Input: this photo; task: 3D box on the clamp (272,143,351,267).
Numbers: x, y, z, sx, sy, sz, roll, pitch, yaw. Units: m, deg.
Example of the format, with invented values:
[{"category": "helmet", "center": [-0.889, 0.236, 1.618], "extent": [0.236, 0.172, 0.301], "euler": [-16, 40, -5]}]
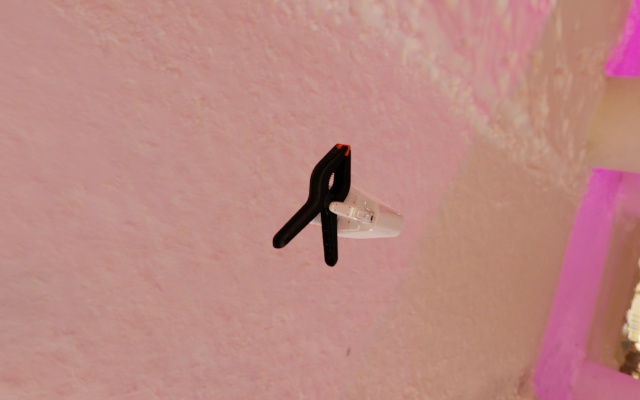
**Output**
[{"category": "clamp", "center": [0.001, 0.002, 0.787], "extent": [0.036, 0.210, 0.164], "euler": [14, -1, 37]}]
